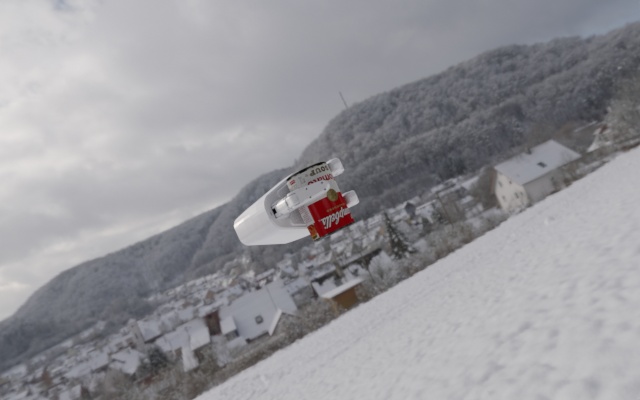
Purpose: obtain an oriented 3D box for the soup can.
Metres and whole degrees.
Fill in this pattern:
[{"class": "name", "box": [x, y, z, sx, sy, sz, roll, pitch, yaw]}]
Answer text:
[{"class": "soup can", "box": [0.000, 0.002, 0.703, 0.068, 0.102, 0.068, -25, -4, -2]}]
